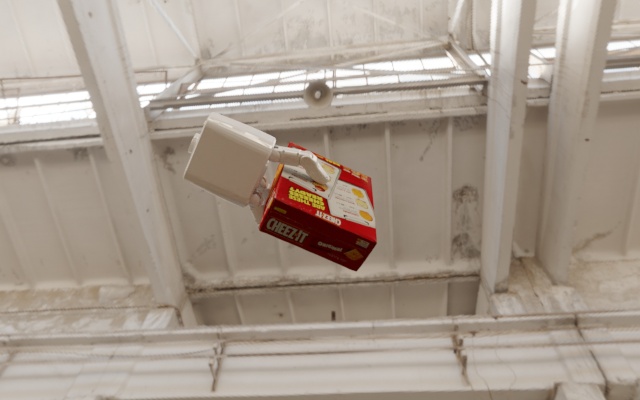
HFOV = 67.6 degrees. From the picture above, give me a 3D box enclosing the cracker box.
[{"bbox_3d":[0.000,0.002,0.774,0.164,0.072,0.213,24,28,-9],"label":"cracker box"}]
